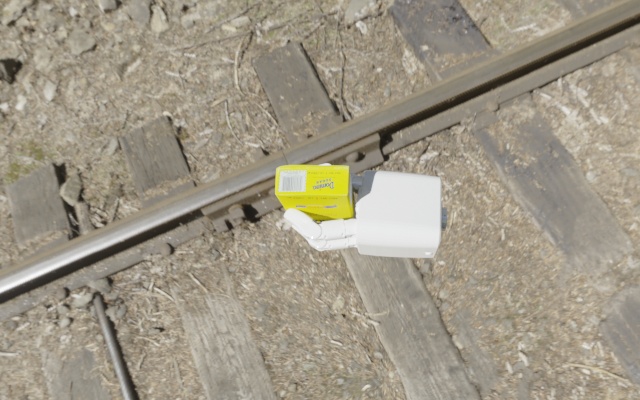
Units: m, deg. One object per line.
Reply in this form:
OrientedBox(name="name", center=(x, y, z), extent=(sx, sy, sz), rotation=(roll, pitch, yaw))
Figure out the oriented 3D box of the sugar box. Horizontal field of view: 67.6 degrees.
OrientedBox(name="sugar box", center=(0.000, 0.003, 0.666), extent=(0.093, 0.048, 0.176), rotation=(1, -20, 8))
